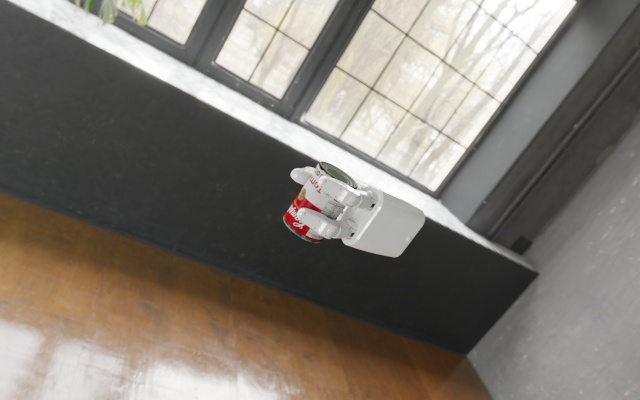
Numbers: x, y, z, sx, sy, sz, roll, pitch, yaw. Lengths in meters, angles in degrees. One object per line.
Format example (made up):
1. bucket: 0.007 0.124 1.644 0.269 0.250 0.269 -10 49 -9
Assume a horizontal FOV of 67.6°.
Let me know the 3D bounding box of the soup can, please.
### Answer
1. soup can: 0.000 0.002 0.700 0.068 0.102 0.068 30 18 -11
